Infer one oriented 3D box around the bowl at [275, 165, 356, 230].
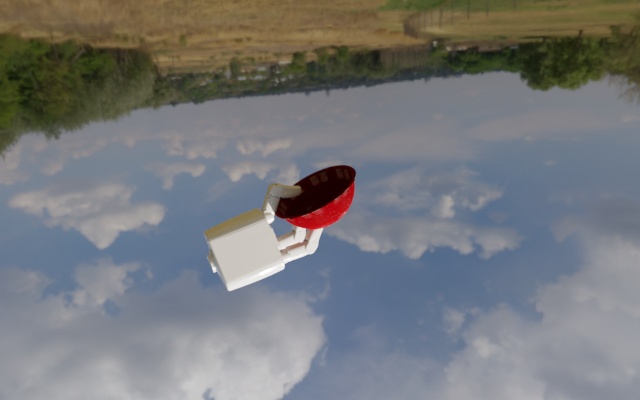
[{"bbox_3d":[0.002,0.003,0.855,0.162,0.055,0.162,-24,24,12],"label":"bowl"}]
